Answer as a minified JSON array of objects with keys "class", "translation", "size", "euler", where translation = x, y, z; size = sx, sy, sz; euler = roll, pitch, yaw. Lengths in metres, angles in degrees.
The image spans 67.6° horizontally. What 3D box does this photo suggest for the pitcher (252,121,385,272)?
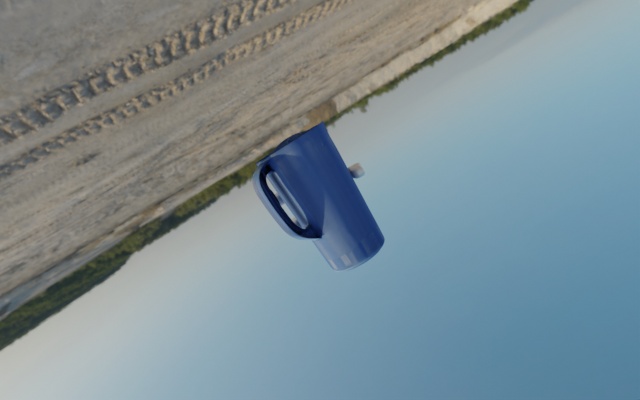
[{"class":"pitcher","translation":[0.000,0.003,0.815],"size":[0.149,0.243,0.145],"euler":[-31,8,5]}]
